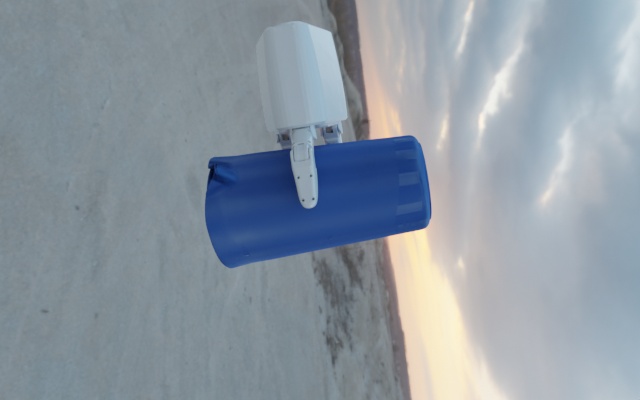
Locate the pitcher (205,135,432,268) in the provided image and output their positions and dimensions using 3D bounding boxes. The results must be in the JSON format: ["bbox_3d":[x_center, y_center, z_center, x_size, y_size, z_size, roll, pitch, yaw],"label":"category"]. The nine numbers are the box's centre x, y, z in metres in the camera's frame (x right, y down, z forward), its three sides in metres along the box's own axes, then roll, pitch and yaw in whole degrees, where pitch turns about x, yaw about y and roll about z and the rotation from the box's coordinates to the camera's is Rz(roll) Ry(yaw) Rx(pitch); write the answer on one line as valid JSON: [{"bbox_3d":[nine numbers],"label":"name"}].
[{"bbox_3d":[0.000,0.002,0.561,0.243,0.145,0.149,-9,10,7],"label":"pitcher"}]
